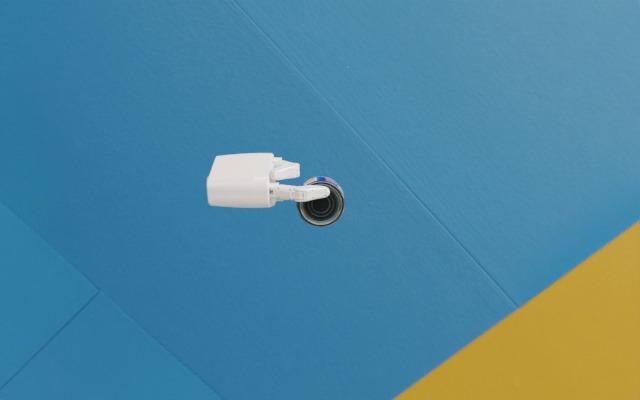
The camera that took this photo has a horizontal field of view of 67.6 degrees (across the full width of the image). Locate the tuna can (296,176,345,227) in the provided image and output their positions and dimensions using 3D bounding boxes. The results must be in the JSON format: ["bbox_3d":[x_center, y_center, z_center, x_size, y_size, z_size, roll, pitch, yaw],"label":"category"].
[{"bbox_3d":[0.000,0.003,0.835,0.086,0.086,0.033,0,16,-3],"label":"tuna can"}]
